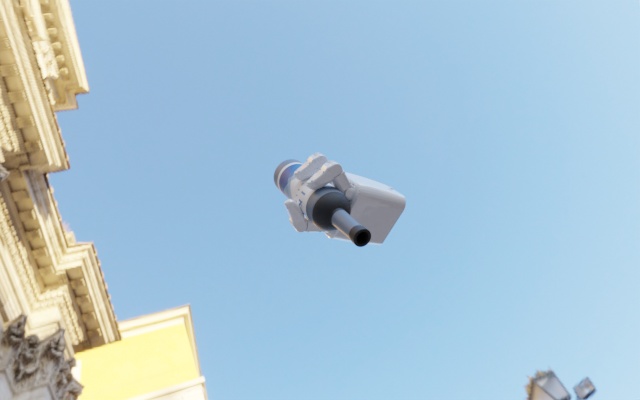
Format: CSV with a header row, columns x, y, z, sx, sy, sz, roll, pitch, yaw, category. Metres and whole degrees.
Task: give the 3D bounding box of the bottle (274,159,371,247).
x,y,z,sx,sy,sz,roll,pitch,yaw,category
0.000,0.002,0.780,0.069,0.069,0.295,0,20,-25,bottle
